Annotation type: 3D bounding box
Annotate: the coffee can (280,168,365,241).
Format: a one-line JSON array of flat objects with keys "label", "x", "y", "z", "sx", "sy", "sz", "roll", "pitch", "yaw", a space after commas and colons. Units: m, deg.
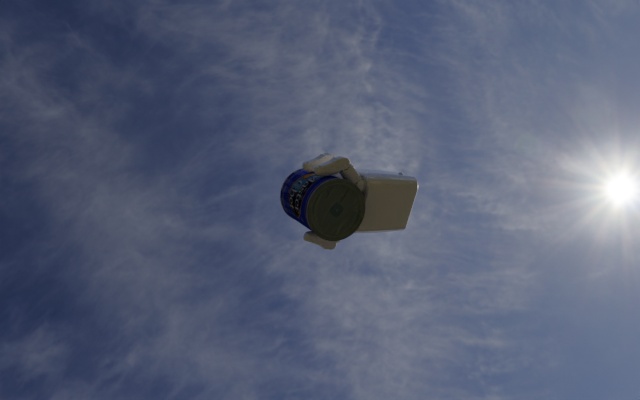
[{"label": "coffee can", "x": 0.000, "y": 0.003, "z": 0.826, "sx": 0.103, "sy": 0.103, "sz": 0.140, "roll": 0, "pitch": 11, "yaw": -23}]
